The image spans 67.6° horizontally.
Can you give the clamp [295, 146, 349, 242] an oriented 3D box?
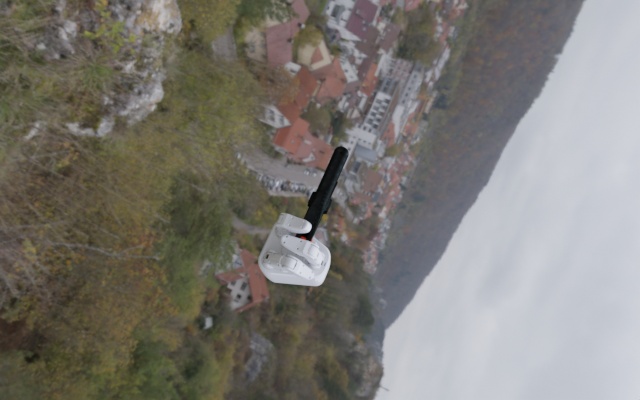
[{"bbox_3d":[0.001,0.003,0.795,0.039,0.171,0.120,24,-18,8],"label":"clamp"}]
